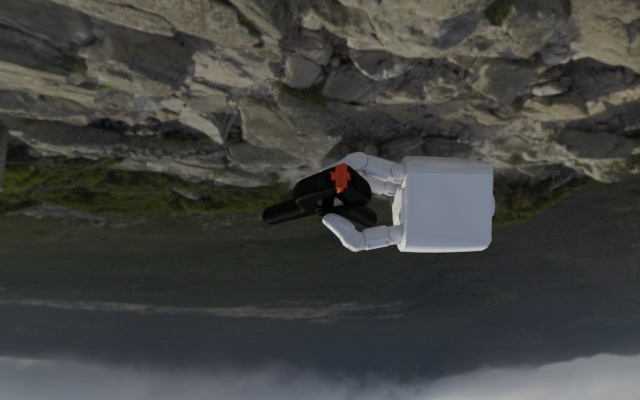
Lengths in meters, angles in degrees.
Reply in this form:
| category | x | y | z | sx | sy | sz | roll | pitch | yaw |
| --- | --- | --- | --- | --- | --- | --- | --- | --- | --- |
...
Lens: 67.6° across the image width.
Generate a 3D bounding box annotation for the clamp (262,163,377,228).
| category | x | y | z | sx | sy | sz | roll | pitch | yaw |
| --- | --- | --- | --- | --- | --- | --- | --- | --- | --- |
| clamp | 0.000 | 0.003 | 0.604 | 0.164 | 0.036 | 0.210 | -1 | -15 | 0 |
